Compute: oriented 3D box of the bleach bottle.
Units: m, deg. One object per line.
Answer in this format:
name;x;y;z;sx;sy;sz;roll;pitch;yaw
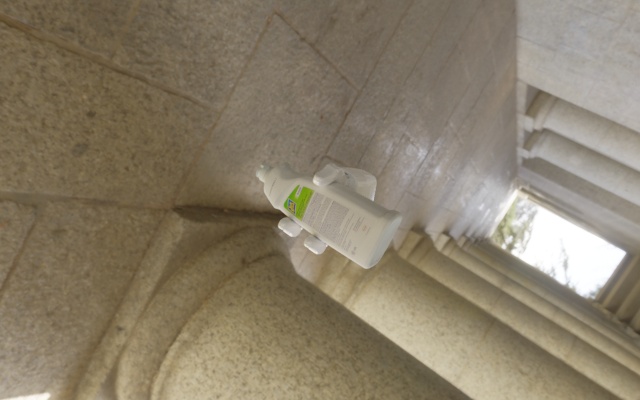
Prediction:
bleach bottle;0.000;0.003;0.772;0.250;0.102;0.068;33;18;22
